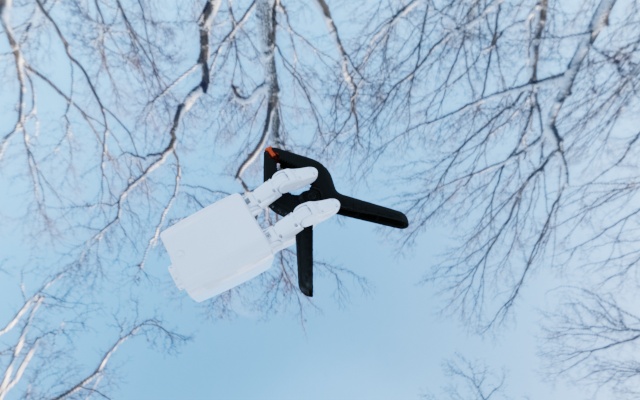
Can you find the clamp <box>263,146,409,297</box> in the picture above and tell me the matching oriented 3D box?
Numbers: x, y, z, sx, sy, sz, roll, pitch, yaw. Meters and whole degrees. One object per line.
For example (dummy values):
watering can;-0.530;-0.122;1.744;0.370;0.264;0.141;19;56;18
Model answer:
clamp;0.000;0.002;0.621;0.164;0.210;0.036;-26;-27;-17
